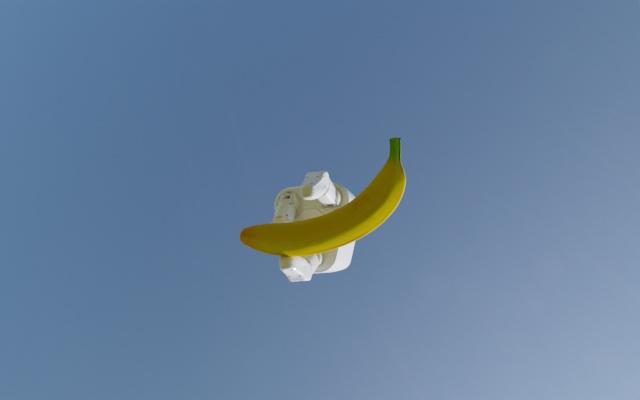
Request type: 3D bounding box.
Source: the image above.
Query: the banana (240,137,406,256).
[{"bbox_3d":[0.011,0.016,0.489,0.198,0.069,0.037,-31,-16,10],"label":"banana"}]
